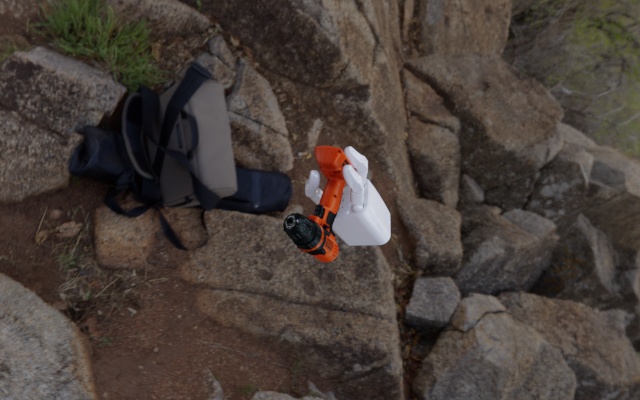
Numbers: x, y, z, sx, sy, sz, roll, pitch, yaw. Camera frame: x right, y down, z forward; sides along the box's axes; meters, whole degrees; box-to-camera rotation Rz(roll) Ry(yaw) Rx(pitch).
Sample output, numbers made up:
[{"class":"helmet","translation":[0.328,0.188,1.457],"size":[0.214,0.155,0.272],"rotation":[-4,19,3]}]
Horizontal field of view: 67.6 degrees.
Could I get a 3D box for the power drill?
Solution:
[{"class":"power drill","translation":[0.000,0.002,0.840],"size":[0.057,0.187,0.184],"rotation":[9,-18,22]}]
